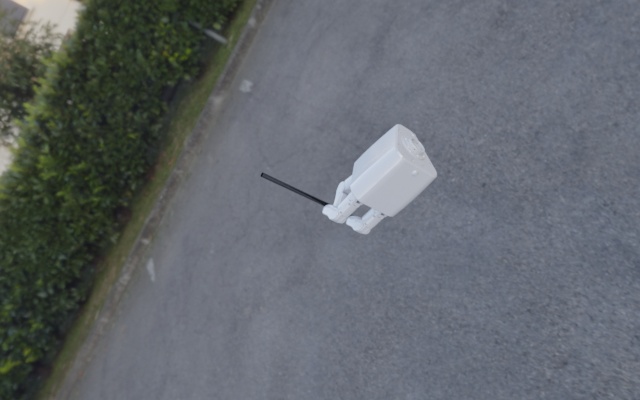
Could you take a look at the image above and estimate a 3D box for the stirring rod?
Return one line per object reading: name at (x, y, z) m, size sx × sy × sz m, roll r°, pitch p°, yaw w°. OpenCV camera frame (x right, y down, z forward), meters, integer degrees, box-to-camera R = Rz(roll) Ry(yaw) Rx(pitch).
stirring rod at (0.000, 0.003, 0.834) m, size 0.239 × 0.011 × 0.011 m, roll 25°, pitch -13°, yaw -29°
